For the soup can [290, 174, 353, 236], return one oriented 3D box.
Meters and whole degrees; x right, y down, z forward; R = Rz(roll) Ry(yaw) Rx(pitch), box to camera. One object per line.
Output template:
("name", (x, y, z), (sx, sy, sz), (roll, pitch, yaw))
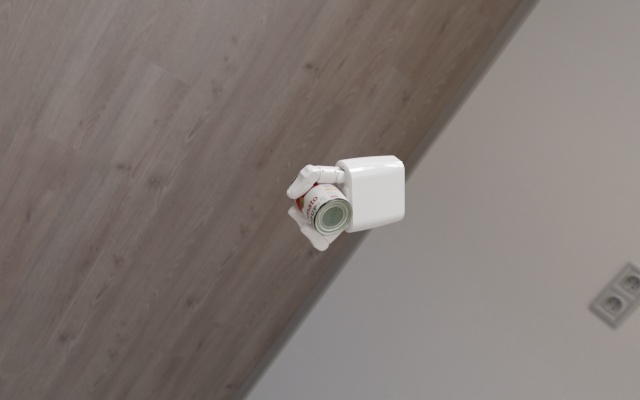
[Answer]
("soup can", (0.000, 0.003, 0.763), (0.068, 0.068, 0.102), (0, 29, -28))
